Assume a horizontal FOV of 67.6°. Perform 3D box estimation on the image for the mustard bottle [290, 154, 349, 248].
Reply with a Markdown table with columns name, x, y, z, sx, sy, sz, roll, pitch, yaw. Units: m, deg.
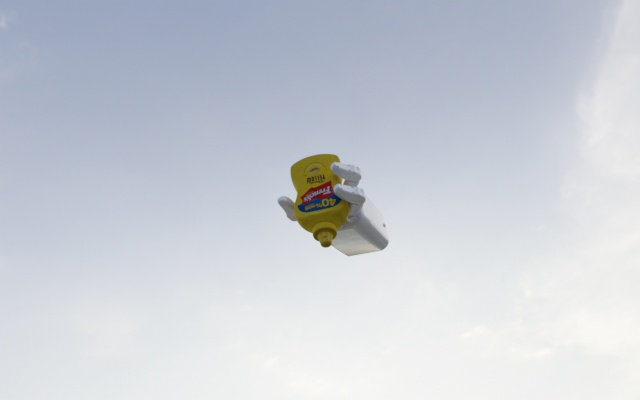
| name | x | y | z | sx | sy | sz | roll | pitch | yaw |
| --- | --- | --- | --- | --- | --- | --- | --- | --- | --- |
| mustard bottle | 0.000 | 0.002 | 0.840 | 0.096 | 0.191 | 0.058 | -12 | -42 | 4 |
